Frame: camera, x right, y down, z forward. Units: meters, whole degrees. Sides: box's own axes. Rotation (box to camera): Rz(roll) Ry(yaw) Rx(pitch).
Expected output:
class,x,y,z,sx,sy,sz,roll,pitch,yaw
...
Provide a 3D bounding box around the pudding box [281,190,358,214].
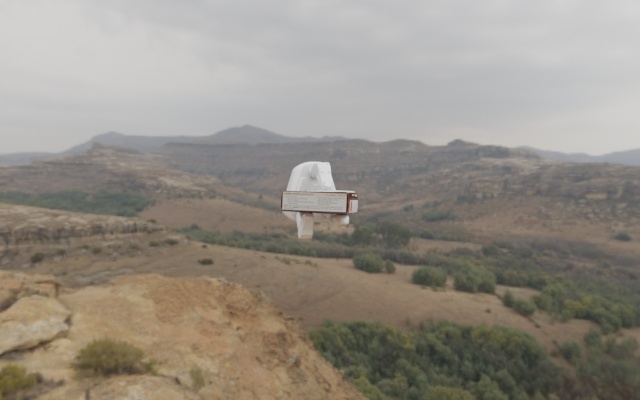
class,x,y,z,sx,sy,sz,roll,pitch,yaw
pudding box,0.000,0.002,0.794,0.113,0.039,0.090,0,1,14
